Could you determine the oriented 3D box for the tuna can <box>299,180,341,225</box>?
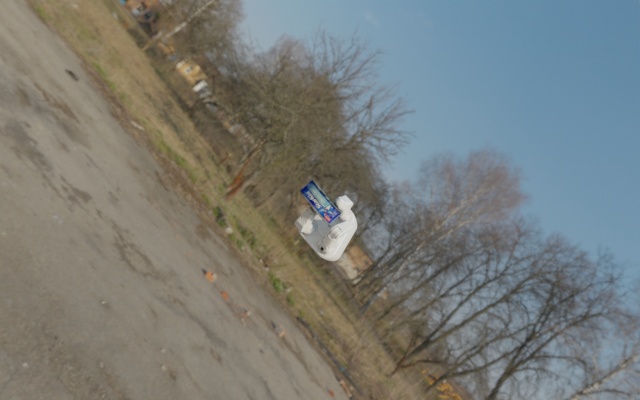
[{"bbox_3d":[0.001,0.003,0.898,0.034,0.086,0.086,-41,-2,2],"label":"tuna can"}]
